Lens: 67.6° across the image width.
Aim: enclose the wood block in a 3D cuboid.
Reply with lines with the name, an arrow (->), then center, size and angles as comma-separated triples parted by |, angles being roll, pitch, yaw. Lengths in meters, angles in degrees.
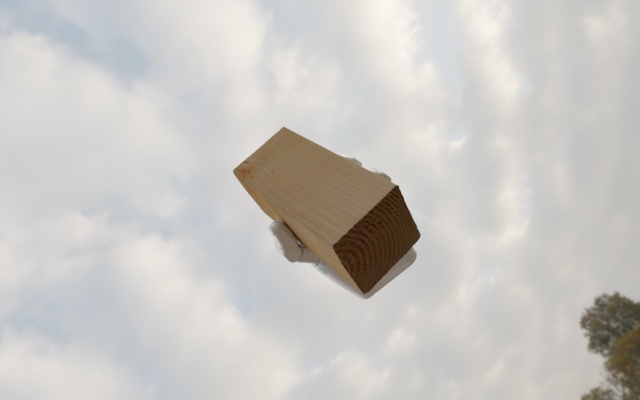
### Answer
wood block -> 0.000, 0.002, 0.545 | 0.206, 0.091, 0.090 | 33, -18, 46
